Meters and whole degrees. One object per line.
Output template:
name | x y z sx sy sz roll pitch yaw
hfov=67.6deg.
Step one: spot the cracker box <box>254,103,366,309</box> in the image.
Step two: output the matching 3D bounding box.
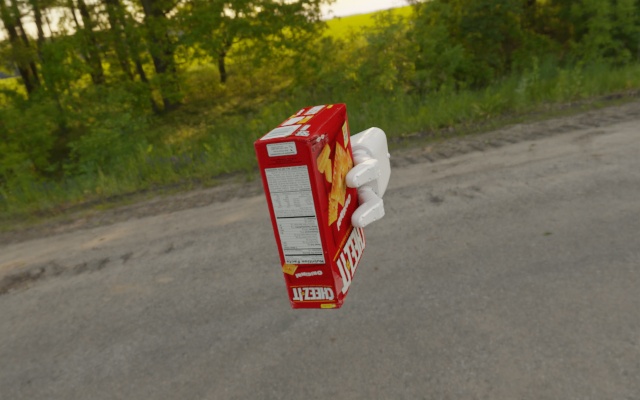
cracker box | 0.000 0.002 0.600 0.072 0.214 0.164 -3 22 19
